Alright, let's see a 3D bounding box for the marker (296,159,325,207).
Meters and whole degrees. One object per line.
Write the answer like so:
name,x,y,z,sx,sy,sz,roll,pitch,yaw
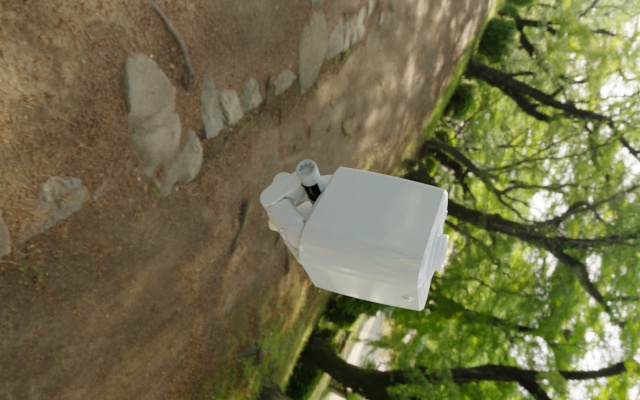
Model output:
marker,0.000,0.001,0.460,0.020,0.020,0.121,0,-29,14
